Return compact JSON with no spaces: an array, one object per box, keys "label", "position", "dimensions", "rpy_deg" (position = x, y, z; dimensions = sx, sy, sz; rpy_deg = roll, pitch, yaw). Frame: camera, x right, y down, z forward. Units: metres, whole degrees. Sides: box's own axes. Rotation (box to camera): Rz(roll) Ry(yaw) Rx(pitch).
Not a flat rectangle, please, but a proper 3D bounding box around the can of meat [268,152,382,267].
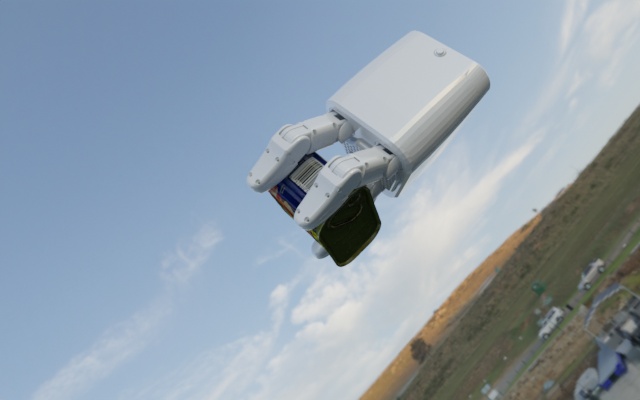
[{"label":"can of meat","position":[0.000,0.001,0.422],"dimensions":[0.084,0.057,0.102],"rpy_deg":[41,-8,28]}]
